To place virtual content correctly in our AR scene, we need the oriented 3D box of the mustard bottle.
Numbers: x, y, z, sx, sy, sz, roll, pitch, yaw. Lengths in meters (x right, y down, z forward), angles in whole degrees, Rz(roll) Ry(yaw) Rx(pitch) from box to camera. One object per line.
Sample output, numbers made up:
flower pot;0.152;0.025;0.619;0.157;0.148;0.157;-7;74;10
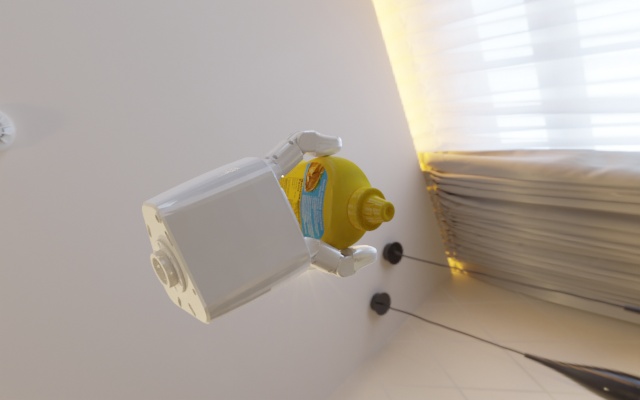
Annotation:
mustard bottle;0.000;0.002;0.497;0.058;0.096;0.191;2;4;-39
